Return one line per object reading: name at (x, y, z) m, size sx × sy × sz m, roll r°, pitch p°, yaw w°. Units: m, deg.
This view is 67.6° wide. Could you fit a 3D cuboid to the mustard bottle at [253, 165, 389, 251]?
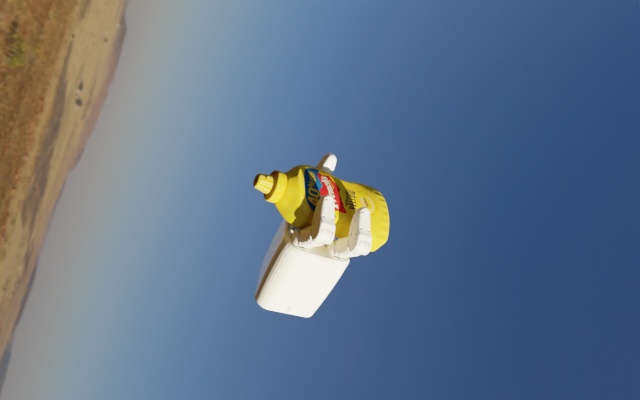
mustard bottle at (0.000, 0.002, 0.638) m, size 0.192 × 0.096 × 0.058 m, roll 18°, pitch -41°, yaw -27°
